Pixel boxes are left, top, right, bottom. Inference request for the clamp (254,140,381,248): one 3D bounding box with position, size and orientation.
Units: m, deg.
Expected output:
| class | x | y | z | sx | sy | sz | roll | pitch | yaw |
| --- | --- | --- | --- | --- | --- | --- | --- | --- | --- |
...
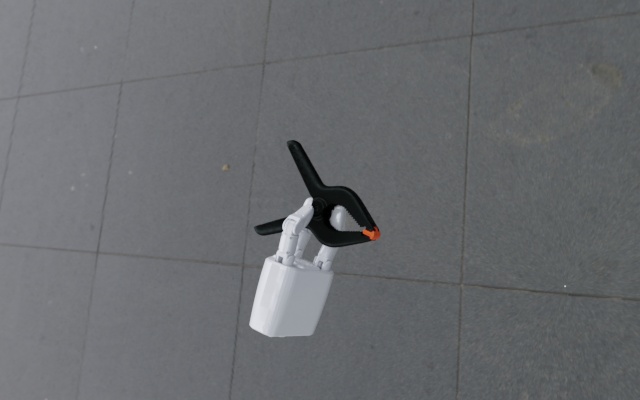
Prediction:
| class | x | y | z | sx | sy | sz | roll | pitch | yaw |
| --- | --- | --- | --- | --- | --- | --- | --- | --- | --- |
| clamp | 0.000 | 0.003 | 0.737 | 0.210 | 0.164 | 0.036 | 18 | 5 | 28 |
